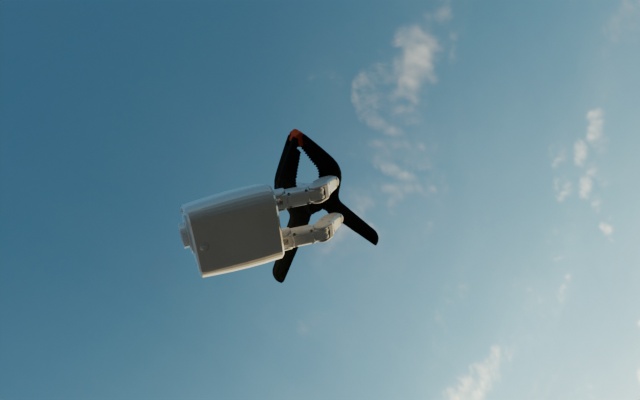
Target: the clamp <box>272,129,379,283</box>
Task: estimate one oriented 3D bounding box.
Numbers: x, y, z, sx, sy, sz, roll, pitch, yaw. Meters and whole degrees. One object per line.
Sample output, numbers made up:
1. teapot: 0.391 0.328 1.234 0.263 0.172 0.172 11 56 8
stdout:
1. clamp: 0.000 0.001 0.660 0.164 0.210 0.036 -14 23 -17
